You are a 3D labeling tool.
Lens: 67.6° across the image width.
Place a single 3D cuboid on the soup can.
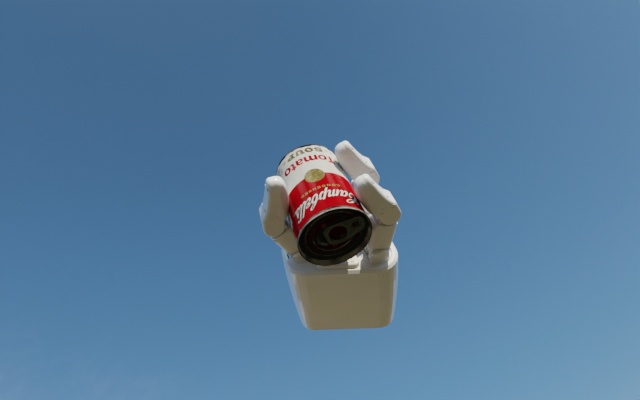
[{"bbox_3d":[0.000,0.001,0.449,0.068,0.068,0.102,0,38,-20],"label":"soup can"}]
